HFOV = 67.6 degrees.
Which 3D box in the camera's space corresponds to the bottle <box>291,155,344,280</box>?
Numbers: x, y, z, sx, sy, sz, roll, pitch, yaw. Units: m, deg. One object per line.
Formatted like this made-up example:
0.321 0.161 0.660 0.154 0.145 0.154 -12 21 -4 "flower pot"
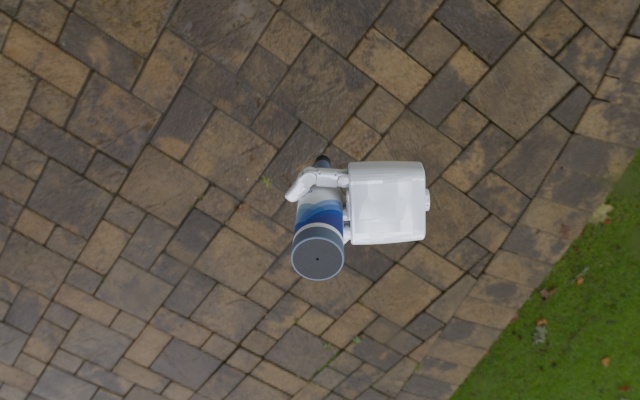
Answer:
0.000 0.002 0.719 0.069 0.069 0.295 0 29 2 "bottle"
